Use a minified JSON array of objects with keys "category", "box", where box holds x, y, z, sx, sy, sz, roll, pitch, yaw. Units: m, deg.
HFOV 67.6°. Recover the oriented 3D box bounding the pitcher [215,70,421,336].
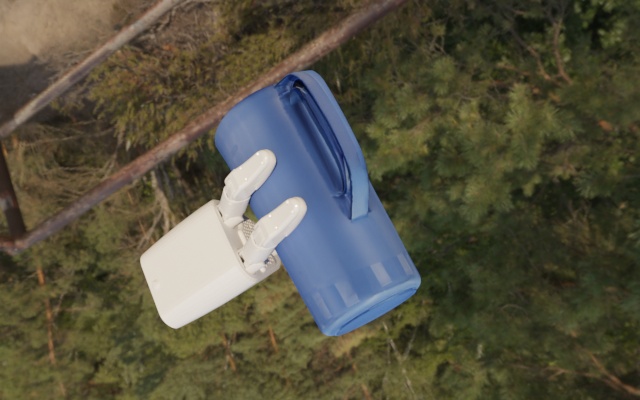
[{"category":"pitcher","box":[0.000,0.002,0.482,0.145,0.242,0.149,-34,-21,12]}]
